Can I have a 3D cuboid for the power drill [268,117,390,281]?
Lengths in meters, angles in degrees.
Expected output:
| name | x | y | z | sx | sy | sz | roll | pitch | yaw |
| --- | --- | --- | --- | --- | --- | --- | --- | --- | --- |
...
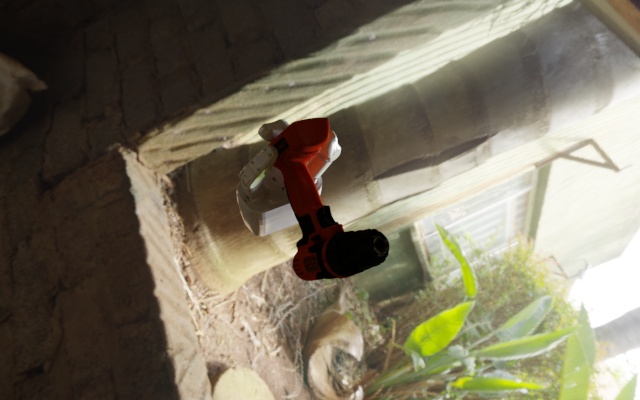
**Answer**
| name | x | y | z | sx | sy | sz | roll | pitch | yaw |
| --- | --- | --- | --- | --- | --- | --- | --- | --- | --- |
| power drill | 0.000 | 0.001 | 0.567 | 0.057 | 0.187 | 0.184 | -11 | -8 | -31 |
